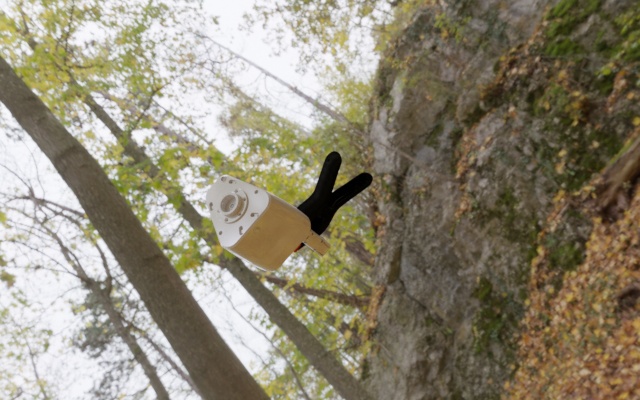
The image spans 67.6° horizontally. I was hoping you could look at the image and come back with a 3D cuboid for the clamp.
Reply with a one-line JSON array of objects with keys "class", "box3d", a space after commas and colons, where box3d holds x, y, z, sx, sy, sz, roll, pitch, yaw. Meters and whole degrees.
[{"class": "clamp", "box3d": [0.000, 0.002, 0.722, 0.039, 0.171, 0.120, 42, 1, 39]}]
